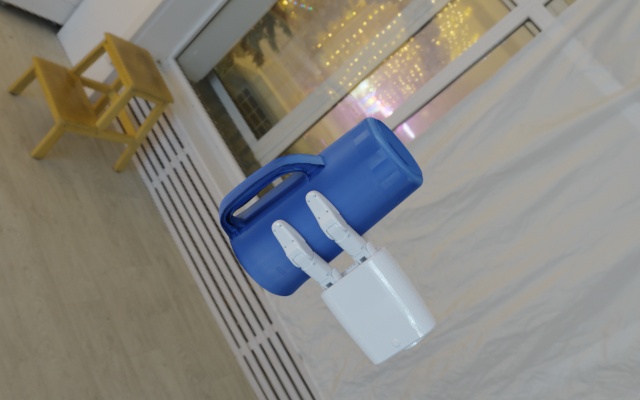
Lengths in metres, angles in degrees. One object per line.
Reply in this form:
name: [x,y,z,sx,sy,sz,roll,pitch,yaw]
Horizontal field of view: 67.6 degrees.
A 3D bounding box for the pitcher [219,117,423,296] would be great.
pitcher: [0.000,0.002,0.612,0.243,0.145,0.149,-39,-7,19]
